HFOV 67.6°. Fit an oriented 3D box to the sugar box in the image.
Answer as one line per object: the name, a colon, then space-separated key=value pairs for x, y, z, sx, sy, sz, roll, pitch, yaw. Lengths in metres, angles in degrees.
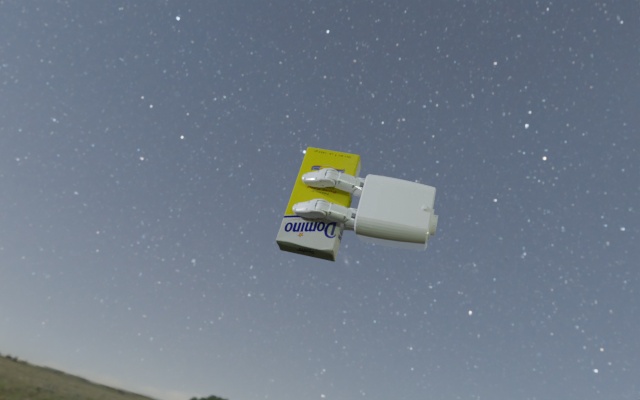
sugar box: x=0.000 y=0.002 z=0.763 sx=0.093 sy=0.176 sz=0.048 roll=10 pitch=-29 yaw=13
